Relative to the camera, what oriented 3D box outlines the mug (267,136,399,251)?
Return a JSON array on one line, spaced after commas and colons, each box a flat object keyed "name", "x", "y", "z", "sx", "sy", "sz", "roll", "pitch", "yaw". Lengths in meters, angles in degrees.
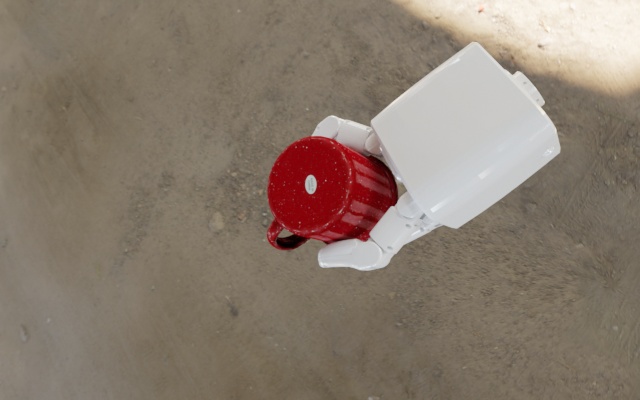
[{"name": "mug", "x": -0.001, "y": 0.002, "z": 0.410, "sx": 0.117, "sy": 0.093, "sz": 0.081, "roll": -41, "pitch": -27, "yaw": 17}]
